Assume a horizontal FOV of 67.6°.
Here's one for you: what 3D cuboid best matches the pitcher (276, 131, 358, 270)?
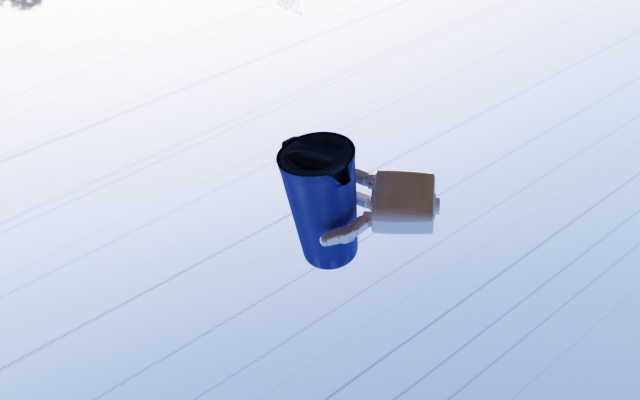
[{"bbox_3d":[0.000,0.003,0.868,0.145,0.243,0.149,0,40,11],"label":"pitcher"}]
